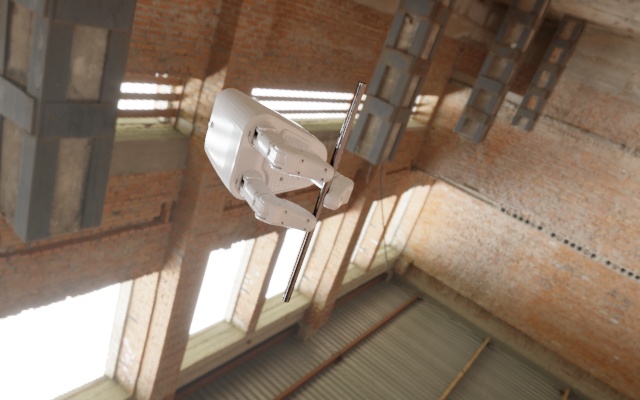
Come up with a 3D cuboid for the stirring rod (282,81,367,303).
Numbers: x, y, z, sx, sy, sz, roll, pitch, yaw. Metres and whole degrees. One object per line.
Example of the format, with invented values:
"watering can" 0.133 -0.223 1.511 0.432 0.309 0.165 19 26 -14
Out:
"stirring rod" 0.000 0.001 0.467 0.011 0.240 0.011 17 22 -7
